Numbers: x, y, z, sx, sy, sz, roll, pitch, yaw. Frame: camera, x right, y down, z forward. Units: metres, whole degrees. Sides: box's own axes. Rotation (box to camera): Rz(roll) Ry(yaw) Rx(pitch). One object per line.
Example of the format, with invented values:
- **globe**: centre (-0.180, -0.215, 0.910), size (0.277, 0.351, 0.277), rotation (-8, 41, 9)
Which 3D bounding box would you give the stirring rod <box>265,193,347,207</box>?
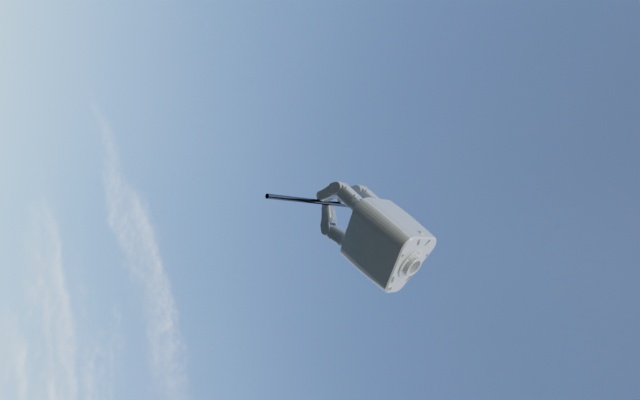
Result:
- **stirring rod**: centre (0.000, 0.003, 0.796), size (0.011, 0.011, 0.239), rotation (0, -4, 41)
